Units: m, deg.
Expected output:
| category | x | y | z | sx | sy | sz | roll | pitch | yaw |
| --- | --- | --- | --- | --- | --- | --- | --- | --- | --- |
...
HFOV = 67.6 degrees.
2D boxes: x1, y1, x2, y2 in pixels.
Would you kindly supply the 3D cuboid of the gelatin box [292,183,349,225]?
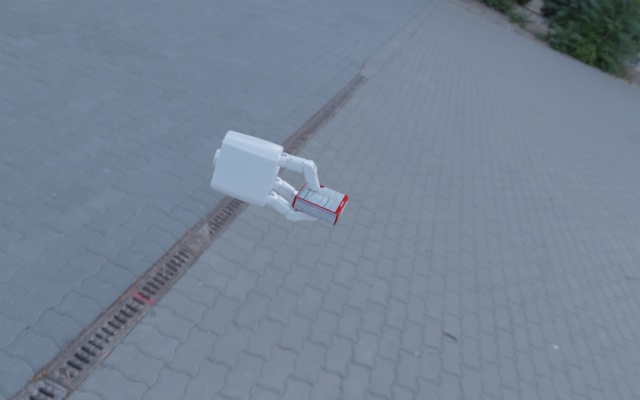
| category | x | y | z | sx | sy | sz | roll | pitch | yaw |
| --- | --- | --- | --- | --- | --- | --- | --- | --- | --- |
| gelatin box | 0.001 | 0.003 | 0.899 | 0.089 | 0.030 | 0.073 | 22 | 32 | 8 |
